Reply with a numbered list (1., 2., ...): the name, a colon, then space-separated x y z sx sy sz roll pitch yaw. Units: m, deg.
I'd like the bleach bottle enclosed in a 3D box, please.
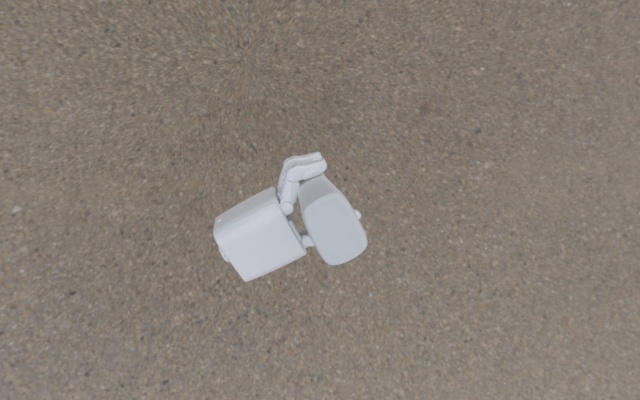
1. bleach bottle: 0.000 0.002 0.736 0.068 0.102 0.250 -27 19 0
